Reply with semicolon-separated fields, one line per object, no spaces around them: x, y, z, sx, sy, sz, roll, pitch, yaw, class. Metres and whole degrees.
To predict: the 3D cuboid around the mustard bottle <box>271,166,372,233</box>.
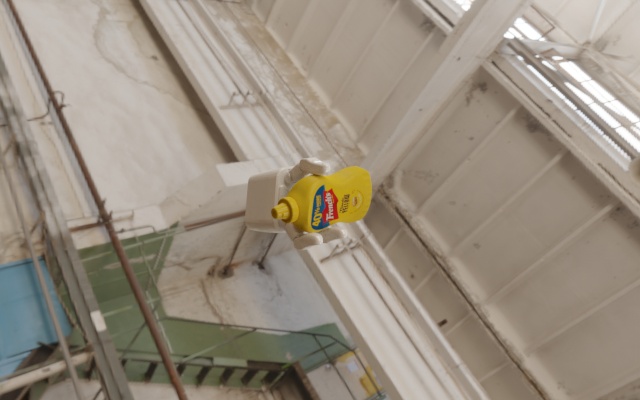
0.001;0.003;0.789;0.191;0.096;0.058;-13;30;-40;mustard bottle
